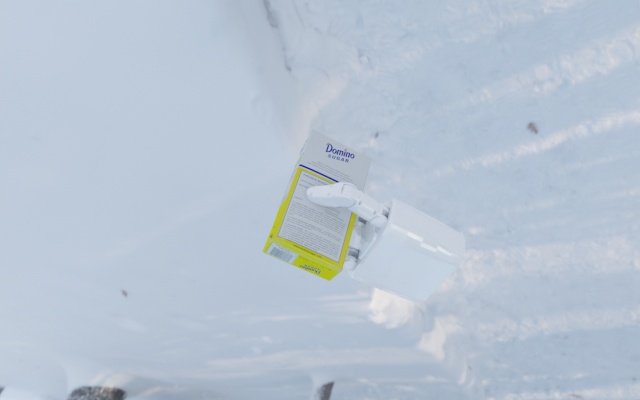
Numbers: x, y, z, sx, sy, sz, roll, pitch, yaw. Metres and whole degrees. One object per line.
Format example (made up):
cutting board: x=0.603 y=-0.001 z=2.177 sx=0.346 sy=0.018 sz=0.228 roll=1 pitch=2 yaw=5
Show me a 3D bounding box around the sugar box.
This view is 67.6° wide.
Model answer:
sugar box: x=0.000 y=0.002 z=0.604 sx=0.093 sy=0.176 sz=0.048 roll=26 pitch=-37 yaw=-10
